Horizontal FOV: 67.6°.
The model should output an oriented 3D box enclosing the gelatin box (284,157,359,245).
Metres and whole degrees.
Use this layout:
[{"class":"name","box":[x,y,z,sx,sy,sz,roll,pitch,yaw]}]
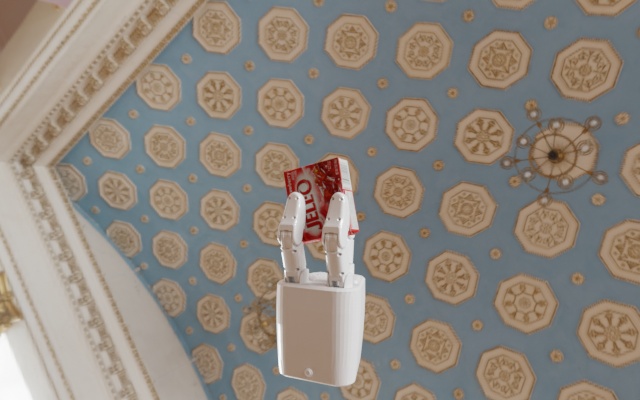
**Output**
[{"class":"gelatin box","box":[0.000,0.002,0.554,0.073,0.089,0.030,-13,-11,25]}]
